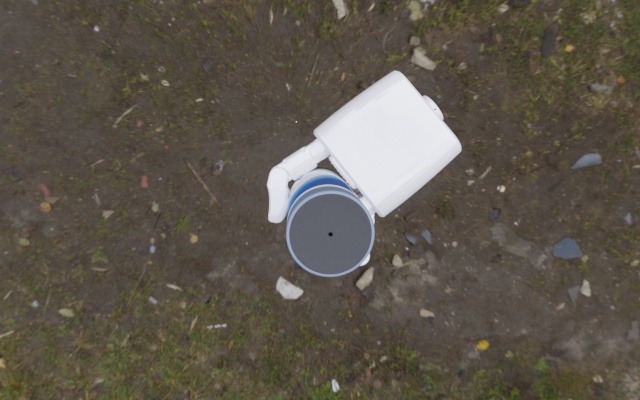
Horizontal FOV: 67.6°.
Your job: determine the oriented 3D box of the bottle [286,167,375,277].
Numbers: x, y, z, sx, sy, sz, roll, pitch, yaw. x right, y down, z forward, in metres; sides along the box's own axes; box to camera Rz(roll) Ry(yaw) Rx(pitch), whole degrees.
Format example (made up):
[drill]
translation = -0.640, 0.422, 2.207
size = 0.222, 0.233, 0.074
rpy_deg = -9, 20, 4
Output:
[bottle]
translation = 0.000, 0.002, 0.499
size = 0.069, 0.069, 0.295
rpy_deg = 0, 9, -3
